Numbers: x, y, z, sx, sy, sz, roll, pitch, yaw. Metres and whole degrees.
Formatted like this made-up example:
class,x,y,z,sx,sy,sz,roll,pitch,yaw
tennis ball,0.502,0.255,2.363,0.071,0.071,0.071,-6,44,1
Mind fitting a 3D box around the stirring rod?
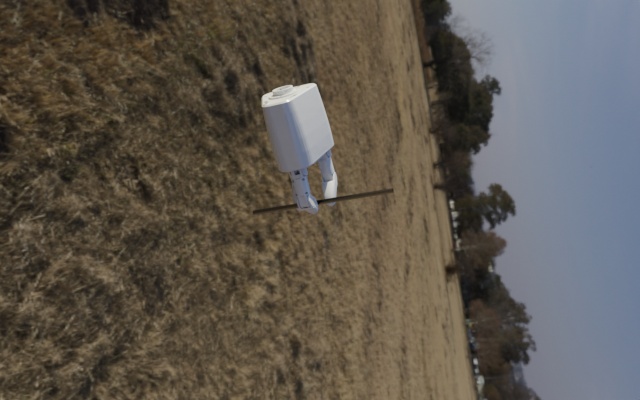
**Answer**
class,x,y,z,sx,sy,sz,roll,pitch,yaw
stirring rod,0.000,0.003,0.785,0.239,0.011,0.011,-9,-2,15
